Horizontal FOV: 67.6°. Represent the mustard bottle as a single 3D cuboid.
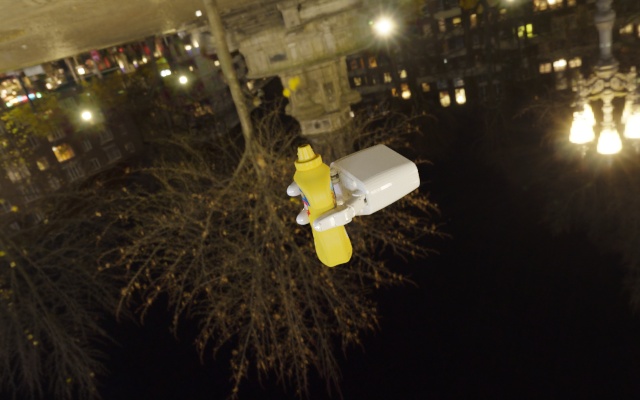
[{"bbox_3d":[0.000,0.003,0.760,0.058,0.192,0.096,-16,22,0],"label":"mustard bottle"}]
